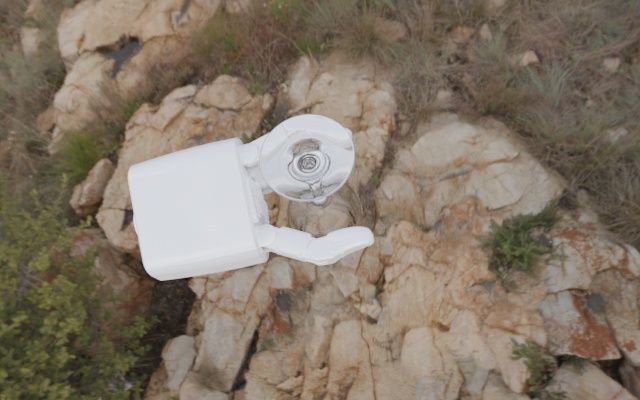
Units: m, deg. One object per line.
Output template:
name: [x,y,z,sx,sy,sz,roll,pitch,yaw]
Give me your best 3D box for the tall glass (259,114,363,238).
tall glass: [0.000,0.001,0.456,0.079,0.079,0.201,0,-21,7]
